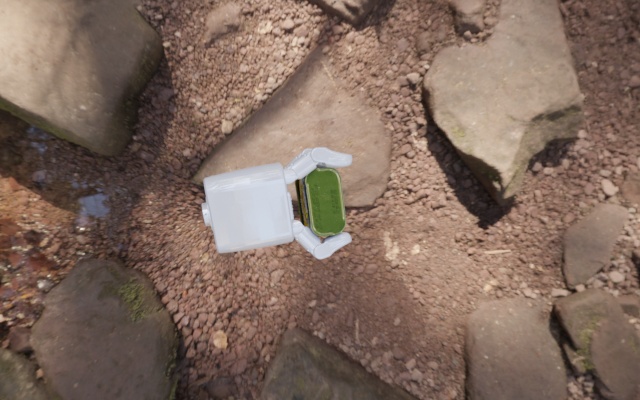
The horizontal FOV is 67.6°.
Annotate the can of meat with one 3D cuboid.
[{"bbox_3d":[0.000,0.002,0.700,0.057,0.102,0.084,-8,0,-10],"label":"can of meat"}]
